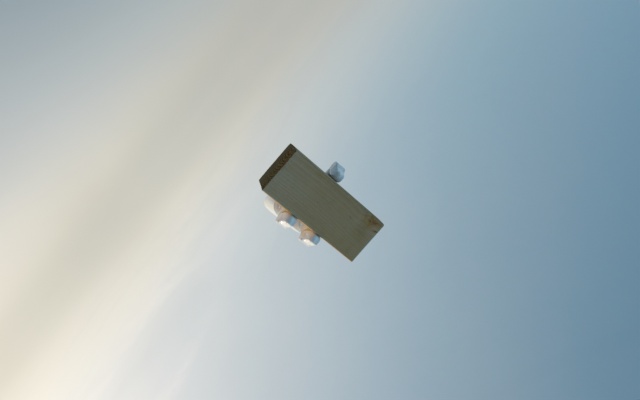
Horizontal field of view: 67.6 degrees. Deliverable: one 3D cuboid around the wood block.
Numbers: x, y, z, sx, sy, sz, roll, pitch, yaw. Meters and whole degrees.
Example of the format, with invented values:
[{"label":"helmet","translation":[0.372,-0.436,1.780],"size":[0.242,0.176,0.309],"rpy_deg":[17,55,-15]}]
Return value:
[{"label":"wood block","translation":[0.000,0.003,0.848],"size":[0.206,0.091,0.090],"rpy_deg":[39,4,-18]}]
